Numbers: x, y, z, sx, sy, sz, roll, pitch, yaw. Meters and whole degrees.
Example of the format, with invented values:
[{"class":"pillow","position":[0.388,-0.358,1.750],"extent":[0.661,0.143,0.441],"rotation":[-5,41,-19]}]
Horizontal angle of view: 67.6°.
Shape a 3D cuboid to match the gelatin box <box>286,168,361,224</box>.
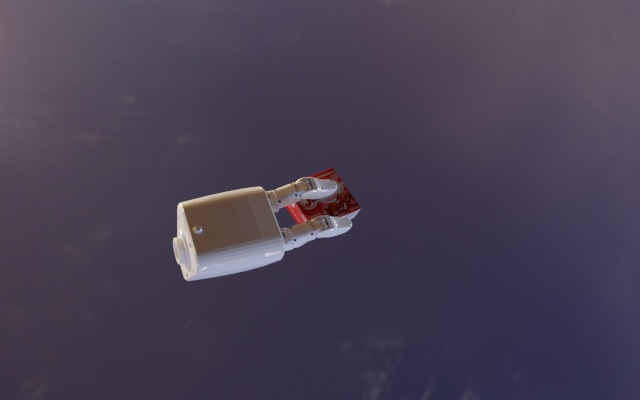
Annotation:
[{"class":"gelatin box","position":[0.000,0.002,0.650],"extent":[0.089,0.073,0.030],"rotation":[-22,-20,-36]}]
